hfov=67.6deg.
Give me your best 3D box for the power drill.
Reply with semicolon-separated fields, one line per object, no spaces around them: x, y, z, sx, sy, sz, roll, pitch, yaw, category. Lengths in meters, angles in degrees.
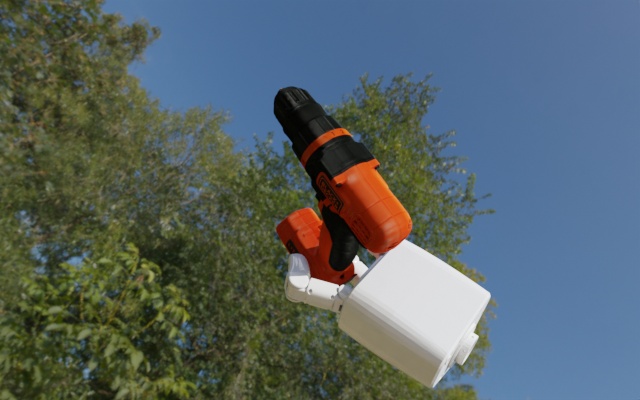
0.000;0.002;0.485;0.057;0.184;0.188;-24;-23;-23;power drill
